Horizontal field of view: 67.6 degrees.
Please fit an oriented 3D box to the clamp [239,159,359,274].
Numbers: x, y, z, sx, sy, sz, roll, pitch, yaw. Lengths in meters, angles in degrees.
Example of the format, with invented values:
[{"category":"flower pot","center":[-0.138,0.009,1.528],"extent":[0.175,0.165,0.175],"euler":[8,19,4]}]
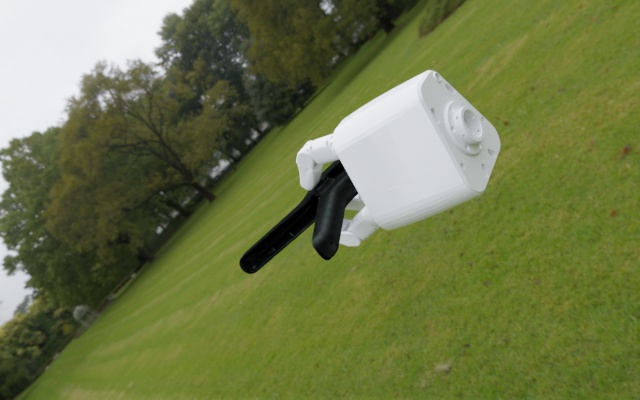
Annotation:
[{"category":"clamp","center":[0.000,0.001,0.534],"extent":[0.164,0.036,0.210],"euler":[-23,24,46]}]
